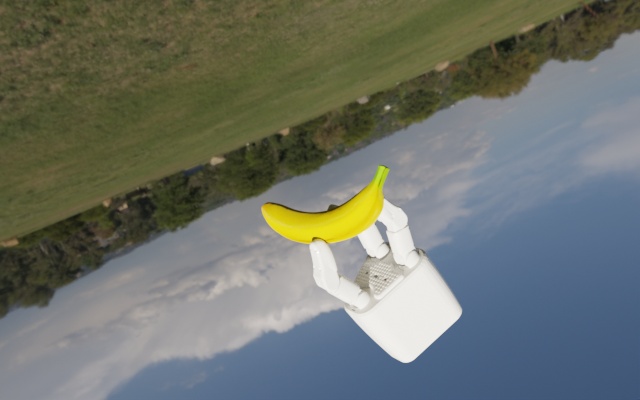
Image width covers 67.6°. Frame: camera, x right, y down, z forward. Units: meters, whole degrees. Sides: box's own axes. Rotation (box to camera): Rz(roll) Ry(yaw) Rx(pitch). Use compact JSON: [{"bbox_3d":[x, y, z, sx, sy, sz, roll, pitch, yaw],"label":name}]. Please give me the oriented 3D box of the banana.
[{"bbox_3d":[0.001,0.018,0.555,0.198,0.069,0.037,-16,-32,39],"label":"banana"}]
